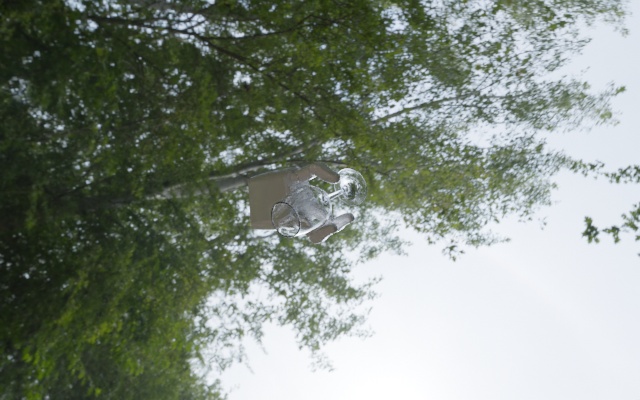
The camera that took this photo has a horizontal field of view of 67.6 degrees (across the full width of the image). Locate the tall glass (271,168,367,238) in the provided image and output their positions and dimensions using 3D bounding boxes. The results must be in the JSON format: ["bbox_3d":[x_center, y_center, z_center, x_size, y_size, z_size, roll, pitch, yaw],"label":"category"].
[{"bbox_3d":[0.001,0.003,0.849,0.079,0.079,0.201,0,17,37],"label":"tall glass"}]
